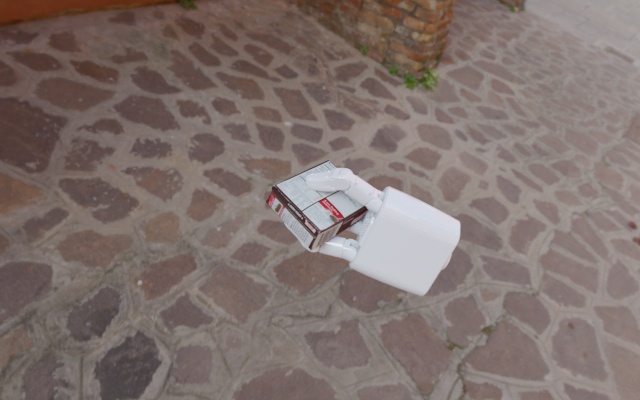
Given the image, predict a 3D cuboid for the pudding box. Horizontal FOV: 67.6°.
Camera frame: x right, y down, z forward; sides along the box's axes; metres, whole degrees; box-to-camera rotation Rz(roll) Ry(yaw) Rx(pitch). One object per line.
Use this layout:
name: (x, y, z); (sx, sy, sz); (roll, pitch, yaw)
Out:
pudding box: (0.000, 0.002, 0.624); (0.090, 0.039, 0.113); (45, 43, 18)
